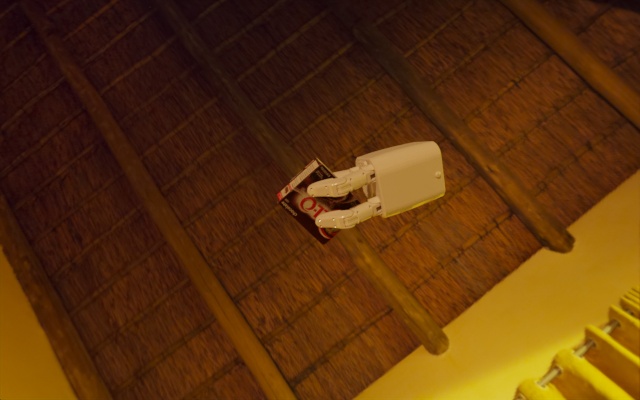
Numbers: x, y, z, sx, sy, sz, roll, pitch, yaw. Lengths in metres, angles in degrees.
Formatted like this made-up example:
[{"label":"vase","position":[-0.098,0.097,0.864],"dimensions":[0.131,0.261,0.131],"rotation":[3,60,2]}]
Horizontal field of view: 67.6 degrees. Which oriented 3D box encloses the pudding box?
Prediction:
[{"label":"pudding box","position":[0.000,0.002,0.740],"dimensions":[0.113,0.090,0.039],"rotation":[45,8,-25]}]
